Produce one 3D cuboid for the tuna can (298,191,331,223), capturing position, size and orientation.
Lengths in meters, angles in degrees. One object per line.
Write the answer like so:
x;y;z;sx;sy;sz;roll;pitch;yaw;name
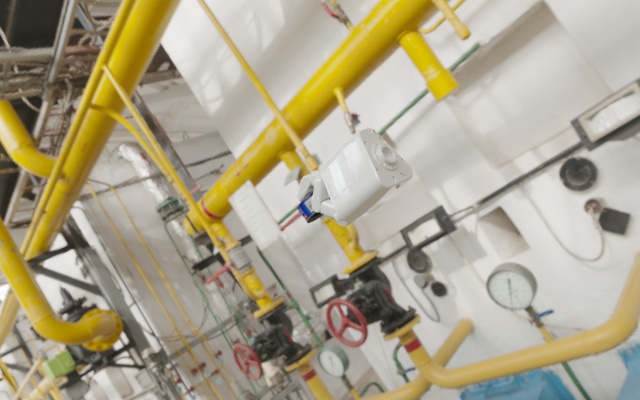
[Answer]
0.000;0.002;0.877;0.086;0.033;0.086;-36;-10;-7;tuna can
